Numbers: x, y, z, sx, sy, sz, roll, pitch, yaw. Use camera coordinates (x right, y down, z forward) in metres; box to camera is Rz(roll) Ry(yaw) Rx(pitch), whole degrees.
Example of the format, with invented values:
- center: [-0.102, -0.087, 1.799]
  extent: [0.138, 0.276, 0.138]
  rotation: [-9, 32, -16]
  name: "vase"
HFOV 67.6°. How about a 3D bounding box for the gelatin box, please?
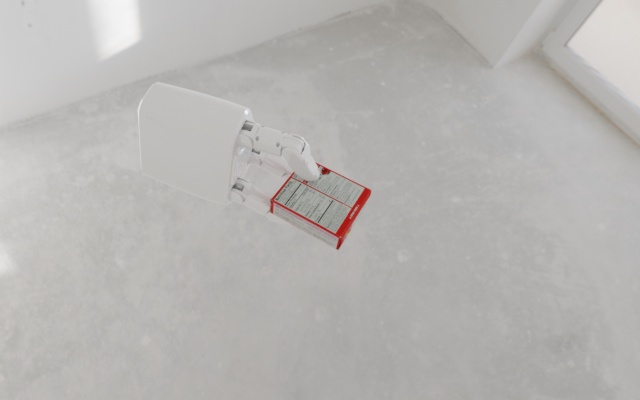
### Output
- center: [0.000, 0.002, 0.525]
  extent: [0.089, 0.073, 0.030]
  rotation: [27, -33, 13]
  name: "gelatin box"
